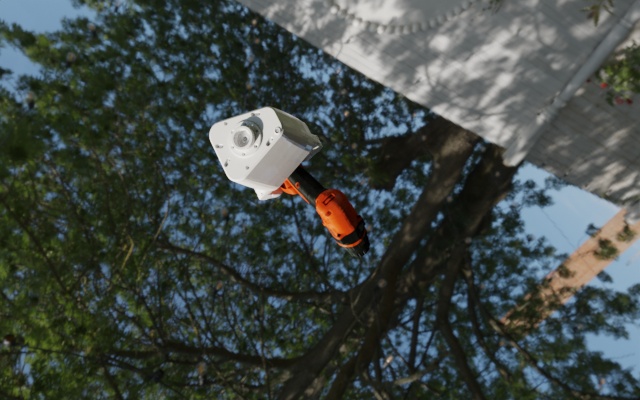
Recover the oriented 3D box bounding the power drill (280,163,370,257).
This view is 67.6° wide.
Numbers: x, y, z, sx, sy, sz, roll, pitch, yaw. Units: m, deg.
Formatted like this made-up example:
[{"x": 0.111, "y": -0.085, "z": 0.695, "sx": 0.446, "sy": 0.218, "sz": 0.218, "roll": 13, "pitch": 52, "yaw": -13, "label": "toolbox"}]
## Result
[{"x": 0.000, "y": 0.002, "z": 0.777, "sx": 0.187, "sy": 0.057, "sz": 0.184, "roll": 41, "pitch": -10, "yaw": 33, "label": "power drill"}]
